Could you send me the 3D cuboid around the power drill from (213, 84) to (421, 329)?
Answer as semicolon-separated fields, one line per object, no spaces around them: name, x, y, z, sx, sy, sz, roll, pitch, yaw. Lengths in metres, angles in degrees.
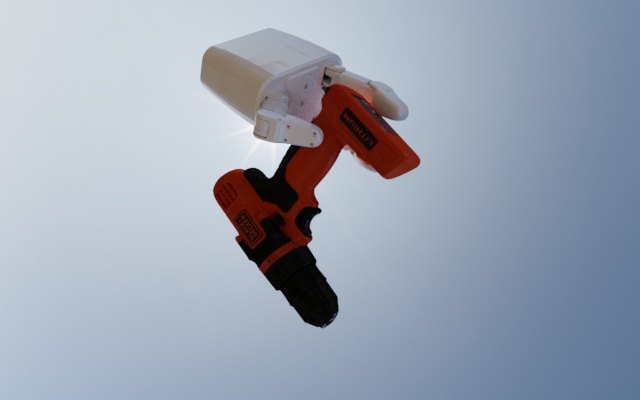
power drill;0.000;0.001;0.450;0.188;0.184;0.057;-44;-16;19
